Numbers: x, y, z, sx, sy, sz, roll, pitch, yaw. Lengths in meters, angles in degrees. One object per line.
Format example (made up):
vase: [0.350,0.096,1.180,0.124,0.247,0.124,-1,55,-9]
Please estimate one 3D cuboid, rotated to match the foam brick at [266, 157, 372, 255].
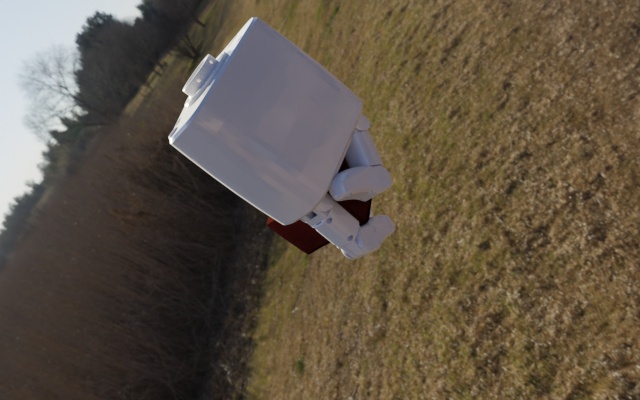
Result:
foam brick: [0.000,0.002,0.410,0.051,0.053,0.078,35,-45,-24]
